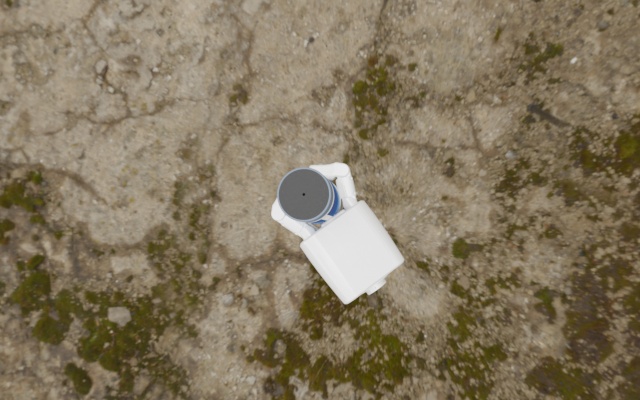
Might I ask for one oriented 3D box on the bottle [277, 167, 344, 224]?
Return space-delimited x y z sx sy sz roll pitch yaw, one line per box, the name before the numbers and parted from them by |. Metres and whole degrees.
bottle | 0.000 0.002 0.718 0.069 0.069 0.296 0 -4 8
